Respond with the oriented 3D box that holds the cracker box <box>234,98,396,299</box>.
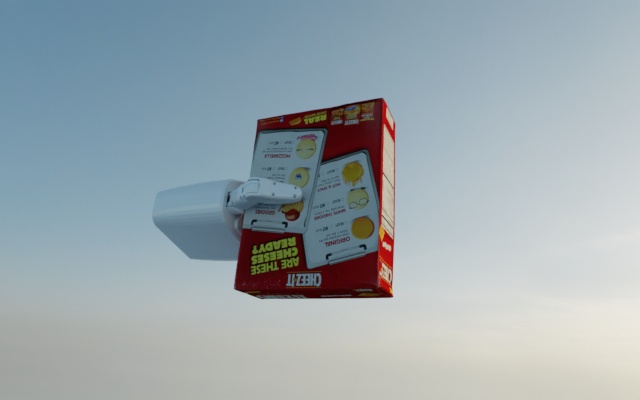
[{"bbox_3d":[0.000,0.002,0.545,0.164,0.213,0.072,-5,-23,23],"label":"cracker box"}]
